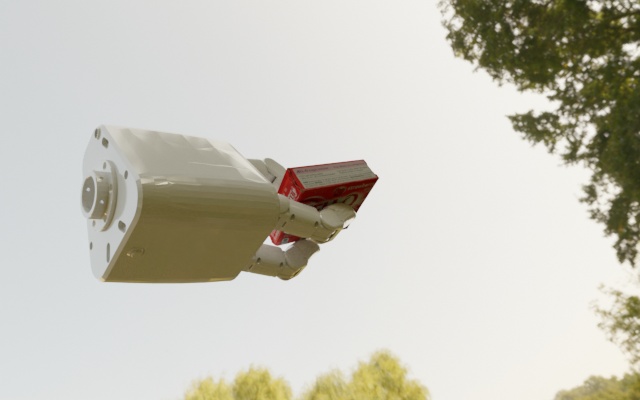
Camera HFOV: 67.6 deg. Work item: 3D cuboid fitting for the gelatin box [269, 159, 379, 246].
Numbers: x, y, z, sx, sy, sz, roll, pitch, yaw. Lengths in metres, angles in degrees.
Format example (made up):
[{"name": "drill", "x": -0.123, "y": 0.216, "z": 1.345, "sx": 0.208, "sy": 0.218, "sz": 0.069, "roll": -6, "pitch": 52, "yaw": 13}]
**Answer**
[{"name": "gelatin box", "x": 0.000, "y": 0.001, "z": 0.435, "sx": 0.089, "sy": 0.030, "sz": 0.073, "roll": -11, "pitch": -37, "yaw": -37}]
